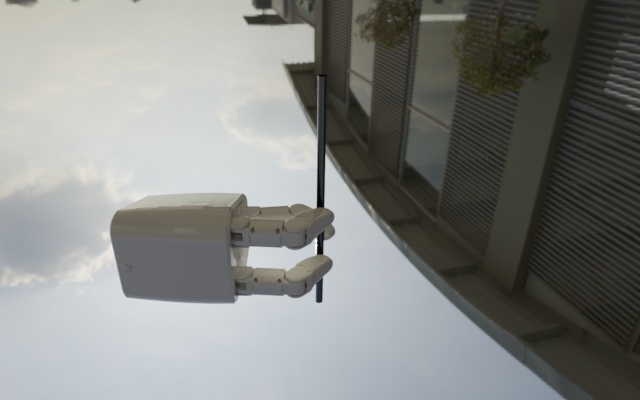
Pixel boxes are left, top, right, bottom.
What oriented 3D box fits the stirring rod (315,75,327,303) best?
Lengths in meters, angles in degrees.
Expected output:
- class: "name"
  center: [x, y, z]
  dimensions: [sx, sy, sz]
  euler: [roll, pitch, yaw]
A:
- class: "stirring rod"
  center: [0.000, 0.001, 0.458]
  dimensions: [0.011, 0.240, 0.011]
  euler: [1, 28, 0]
